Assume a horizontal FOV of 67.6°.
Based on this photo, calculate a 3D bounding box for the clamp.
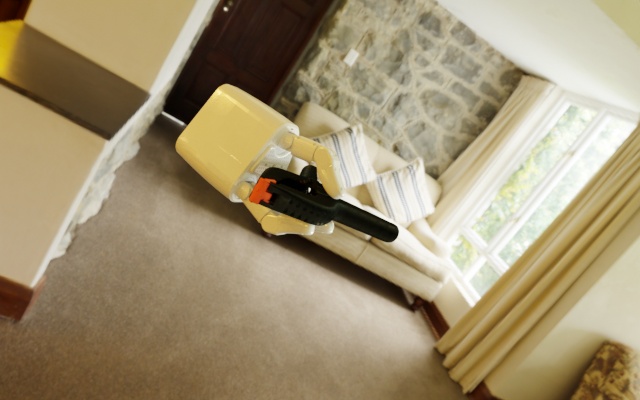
[{"bbox_3d":[0.000,0.001,0.552,0.164,0.036,0.210,35,14,21],"label":"clamp"}]
